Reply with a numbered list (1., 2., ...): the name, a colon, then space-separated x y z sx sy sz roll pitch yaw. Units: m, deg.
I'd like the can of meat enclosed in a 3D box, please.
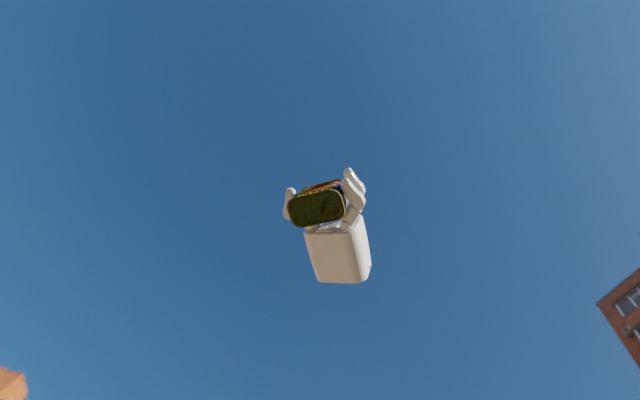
1. can of meat: 0.000 0.003 0.872 0.102 0.057 0.084 -13 14 16
